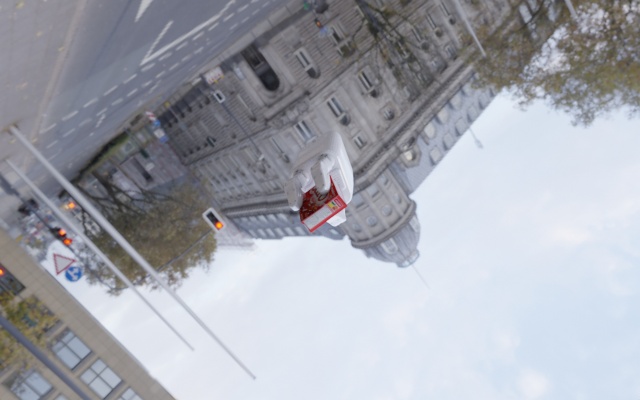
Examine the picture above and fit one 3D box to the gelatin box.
[{"bbox_3d":[0.000,0.003,0.771,0.073,0.030,0.089,-36,24,9],"label":"gelatin box"}]
